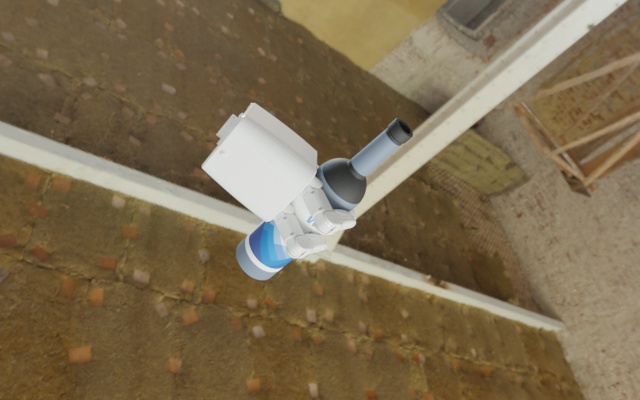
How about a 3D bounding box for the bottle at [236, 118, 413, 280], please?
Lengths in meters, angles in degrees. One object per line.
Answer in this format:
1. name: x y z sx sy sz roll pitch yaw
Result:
1. bottle: 0.000 0.002 0.604 0.069 0.069 0.296 0 -34 -50
